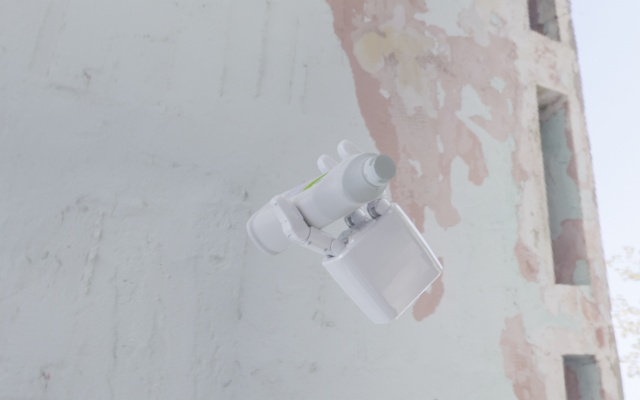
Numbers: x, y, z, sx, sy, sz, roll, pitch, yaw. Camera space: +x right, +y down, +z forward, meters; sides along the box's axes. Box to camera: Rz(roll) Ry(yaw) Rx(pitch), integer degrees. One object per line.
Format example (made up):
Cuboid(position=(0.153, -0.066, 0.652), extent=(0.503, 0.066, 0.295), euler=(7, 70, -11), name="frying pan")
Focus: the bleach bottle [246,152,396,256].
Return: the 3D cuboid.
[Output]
Cuboid(position=(0.000, 0.002, 0.587), extent=(0.102, 0.068, 0.251), euler=(-42, 8, -32), name="bleach bottle")
